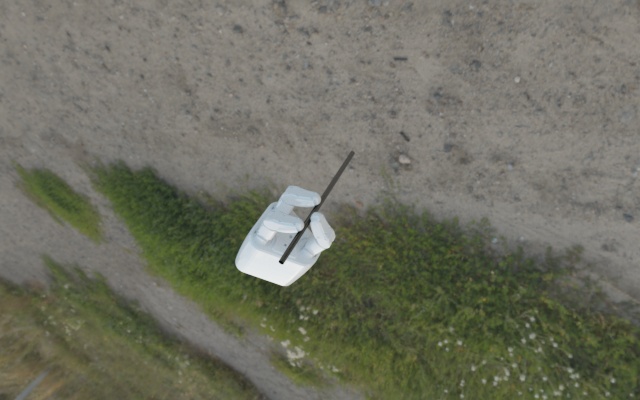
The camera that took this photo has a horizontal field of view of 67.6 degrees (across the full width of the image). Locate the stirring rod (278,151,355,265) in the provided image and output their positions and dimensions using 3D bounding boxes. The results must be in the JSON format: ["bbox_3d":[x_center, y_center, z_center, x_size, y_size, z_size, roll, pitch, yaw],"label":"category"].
[{"bbox_3d":[0.000,0.002,0.703,0.011,0.011,0.239,0,42,35],"label":"stirring rod"}]
